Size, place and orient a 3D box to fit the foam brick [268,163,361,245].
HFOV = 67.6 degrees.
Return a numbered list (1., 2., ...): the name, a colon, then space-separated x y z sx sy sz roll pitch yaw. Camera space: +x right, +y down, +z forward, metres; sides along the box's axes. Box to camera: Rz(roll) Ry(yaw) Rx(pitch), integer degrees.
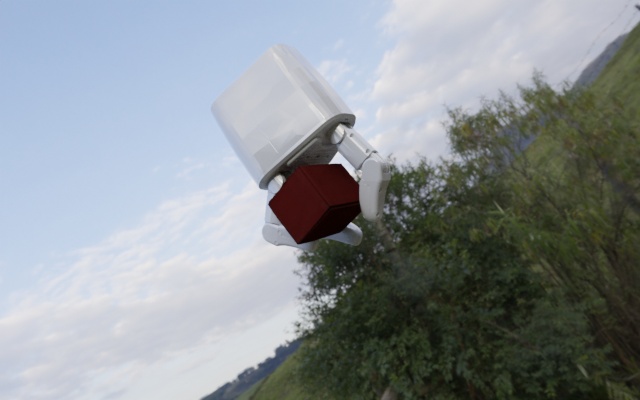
1. foam brick: 0.000 0.002 0.453 0.053 0.051 0.078 -48 -20 27
